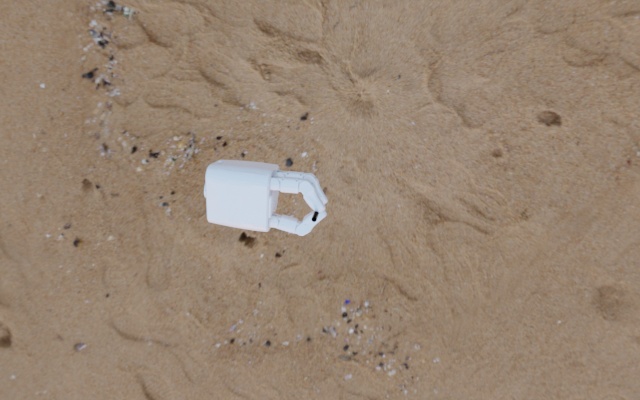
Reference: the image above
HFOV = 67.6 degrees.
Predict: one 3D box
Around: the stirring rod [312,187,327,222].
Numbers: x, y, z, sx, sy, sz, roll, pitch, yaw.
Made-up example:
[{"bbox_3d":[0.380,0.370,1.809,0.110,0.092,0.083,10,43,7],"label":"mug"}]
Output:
[{"bbox_3d":[0.000,0.003,0.850,0.011,0.011,0.239,0,13,5],"label":"stirring rod"}]
